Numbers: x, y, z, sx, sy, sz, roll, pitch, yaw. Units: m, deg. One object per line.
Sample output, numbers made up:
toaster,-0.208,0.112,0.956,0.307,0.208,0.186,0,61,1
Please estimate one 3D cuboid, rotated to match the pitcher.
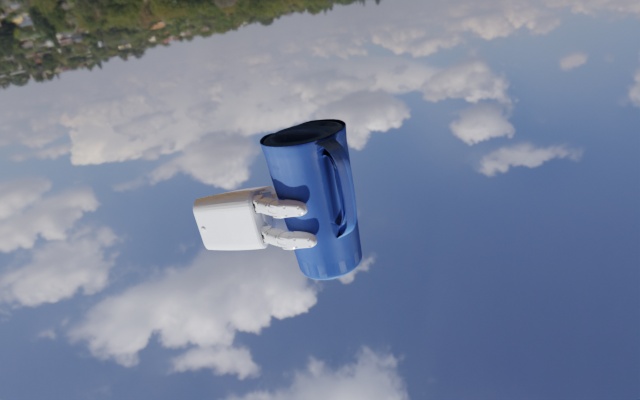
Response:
pitcher,0.000,0.002,0.754,0.145,0.243,0.149,-6,23,16
